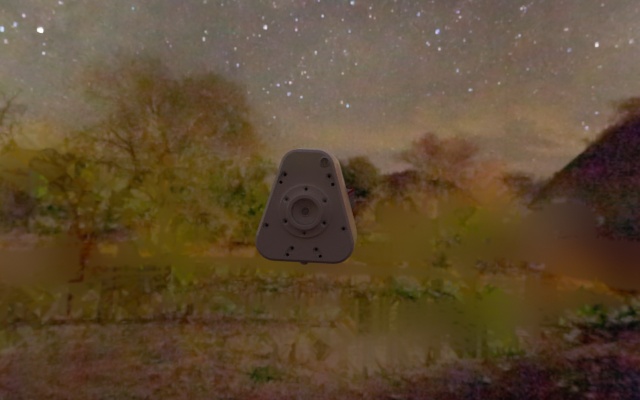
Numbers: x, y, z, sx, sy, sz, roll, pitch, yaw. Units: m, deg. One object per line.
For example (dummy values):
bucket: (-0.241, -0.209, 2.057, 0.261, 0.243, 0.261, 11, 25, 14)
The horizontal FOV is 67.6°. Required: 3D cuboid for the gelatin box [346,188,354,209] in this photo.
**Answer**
gelatin box: (0.000, 0.002, 0.625, 0.073, 0.030, 0.089, 4, 11, 15)
